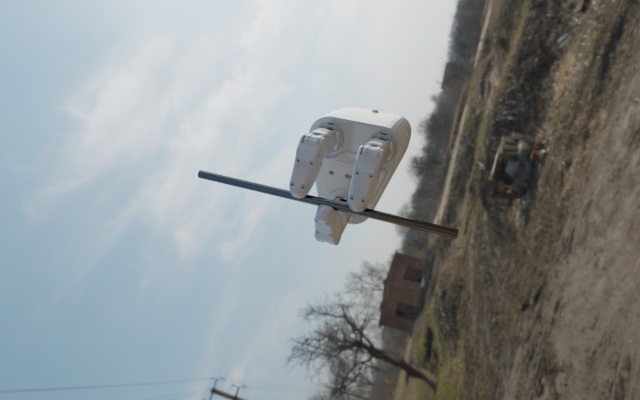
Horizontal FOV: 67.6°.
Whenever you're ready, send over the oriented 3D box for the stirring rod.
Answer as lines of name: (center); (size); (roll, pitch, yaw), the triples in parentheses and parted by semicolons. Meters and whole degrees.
stirring rod: (0.000, 0.001, 0.424); (0.239, 0.011, 0.011); (13, 3, 13)
